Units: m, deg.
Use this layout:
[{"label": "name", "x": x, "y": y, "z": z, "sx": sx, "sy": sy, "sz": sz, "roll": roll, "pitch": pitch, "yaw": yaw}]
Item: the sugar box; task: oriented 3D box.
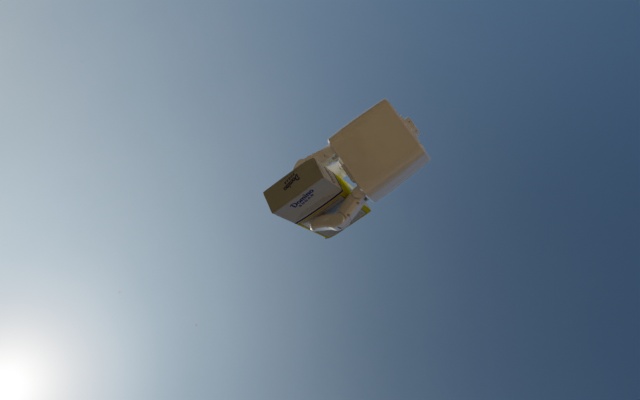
[{"label": "sugar box", "x": 0.000, "y": 0.002, "z": 0.730, "sx": 0.093, "sy": 0.048, "sz": 0.176, "roll": -35, "pitch": -31, "yaw": 14}]
